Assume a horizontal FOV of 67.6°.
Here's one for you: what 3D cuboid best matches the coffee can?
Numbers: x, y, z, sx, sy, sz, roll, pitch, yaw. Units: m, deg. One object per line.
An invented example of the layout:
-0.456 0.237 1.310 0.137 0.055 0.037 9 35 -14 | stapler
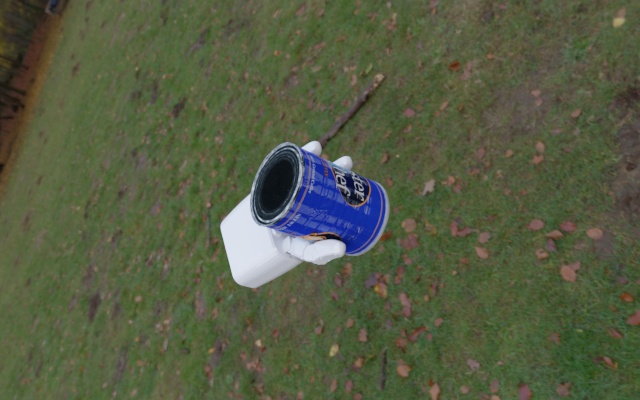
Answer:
0.000 0.002 0.586 0.140 0.103 0.103 22 -13 -35 | coffee can
